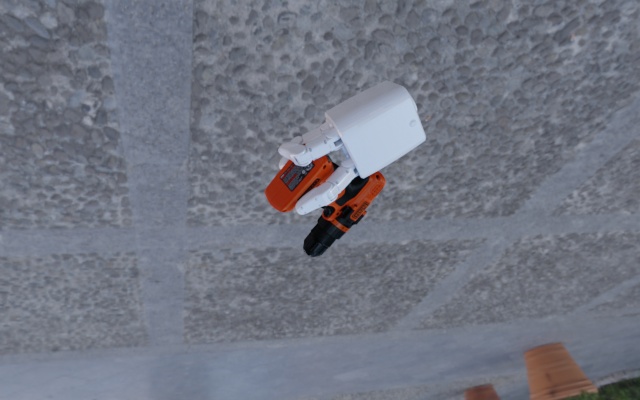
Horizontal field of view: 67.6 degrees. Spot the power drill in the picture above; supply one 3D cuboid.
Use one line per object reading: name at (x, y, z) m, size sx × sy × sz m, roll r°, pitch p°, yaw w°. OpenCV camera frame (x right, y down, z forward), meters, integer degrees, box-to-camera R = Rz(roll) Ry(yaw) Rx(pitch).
power drill at (0.000, 0.002, 0.740) m, size 0.057 × 0.184 × 0.188 m, roll 45°, pitch 10°, yaw 34°
